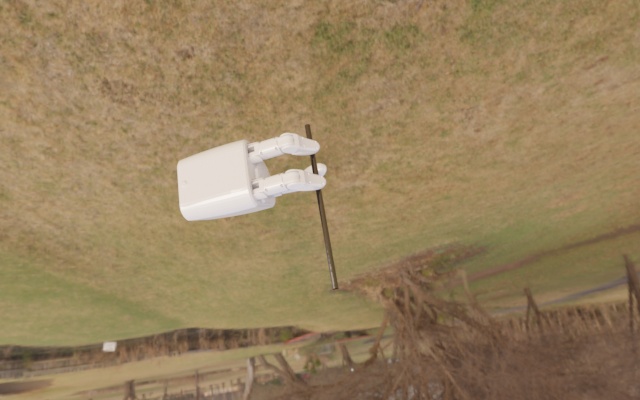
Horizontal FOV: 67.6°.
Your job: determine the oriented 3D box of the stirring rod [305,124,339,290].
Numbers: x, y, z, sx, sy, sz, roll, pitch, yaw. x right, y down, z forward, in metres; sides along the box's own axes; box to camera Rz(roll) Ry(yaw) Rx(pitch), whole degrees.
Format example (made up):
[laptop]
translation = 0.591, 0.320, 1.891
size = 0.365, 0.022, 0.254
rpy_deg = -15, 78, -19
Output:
[stirring rod]
translation = 0.000, 0.002, 0.654
size = 0.011, 0.239, 0.011
rpy_deg = -9, -20, -3
